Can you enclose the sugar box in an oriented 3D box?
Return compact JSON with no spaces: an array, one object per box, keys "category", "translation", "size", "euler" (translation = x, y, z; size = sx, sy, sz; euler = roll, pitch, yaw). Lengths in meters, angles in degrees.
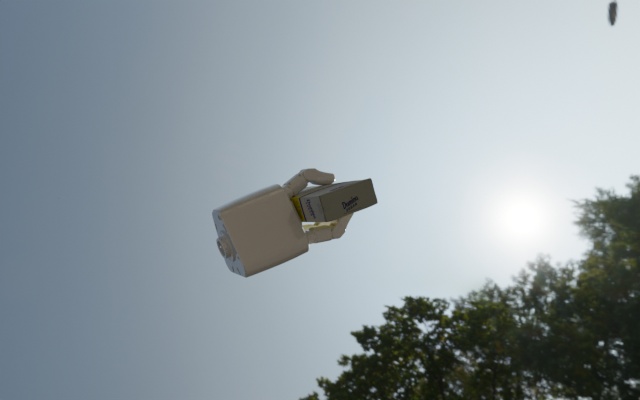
[{"category":"sugar box","translation":[0.000,0.003,0.743],"size":[0.093,0.048,0.176],"euler":[-20,9,-27]}]
